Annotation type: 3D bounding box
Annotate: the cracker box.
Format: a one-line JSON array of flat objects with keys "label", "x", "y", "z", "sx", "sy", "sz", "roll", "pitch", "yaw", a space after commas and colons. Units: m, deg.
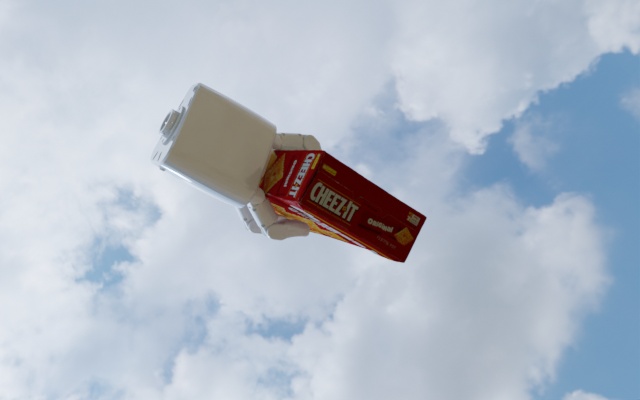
[{"label": "cracker box", "x": 0.000, "y": 0.002, "z": 0.612, "sx": 0.164, "sy": 0.072, "sz": 0.213, "roll": 30, "pitch": -8, "yaw": -28}]
